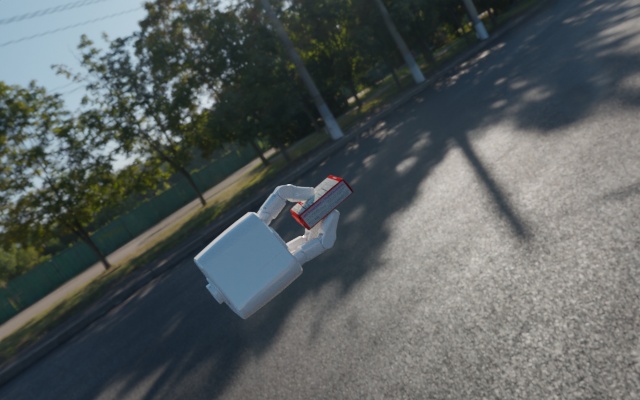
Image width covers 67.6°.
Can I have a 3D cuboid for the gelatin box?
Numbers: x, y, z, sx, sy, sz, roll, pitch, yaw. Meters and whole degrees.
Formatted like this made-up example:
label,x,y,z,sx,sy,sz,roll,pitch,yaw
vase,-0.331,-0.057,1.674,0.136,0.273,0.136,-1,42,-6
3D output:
label,x,y,z,sx,sy,sz,roll,pitch,yaw
gelatin box,0.000,0.002,0.722,0.089,0.030,0.073,-41,14,-6
